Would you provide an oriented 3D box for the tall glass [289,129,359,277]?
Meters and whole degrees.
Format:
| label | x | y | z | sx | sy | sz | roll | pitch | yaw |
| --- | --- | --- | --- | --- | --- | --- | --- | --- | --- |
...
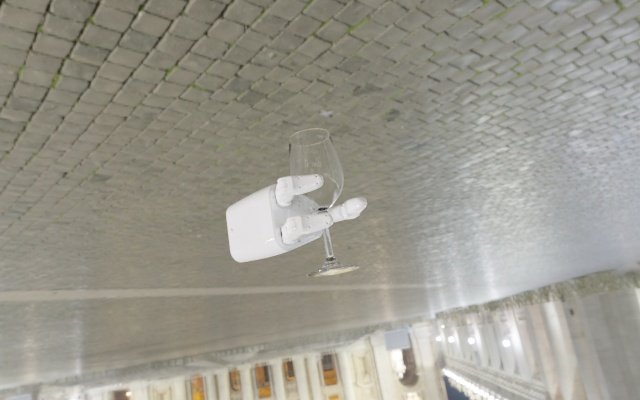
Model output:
| label | x | y | z | sx | sy | sz | roll | pitch | yaw |
| --- | --- | --- | --- | --- | --- | --- | --- | --- | --- |
| tall glass | 0.000 | 0.003 | 0.675 | 0.079 | 0.201 | 0.079 | -9 | -14 | -2 |
